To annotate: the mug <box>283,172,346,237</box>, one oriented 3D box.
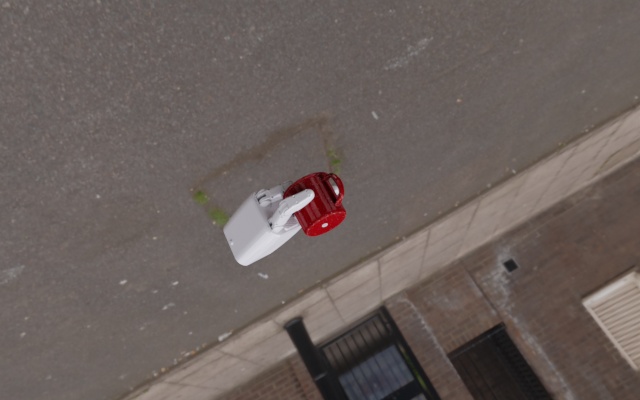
[{"bbox_3d":[0.001,0.002,0.829,0.093,0.081,0.117,-2,-34,-49],"label":"mug"}]
